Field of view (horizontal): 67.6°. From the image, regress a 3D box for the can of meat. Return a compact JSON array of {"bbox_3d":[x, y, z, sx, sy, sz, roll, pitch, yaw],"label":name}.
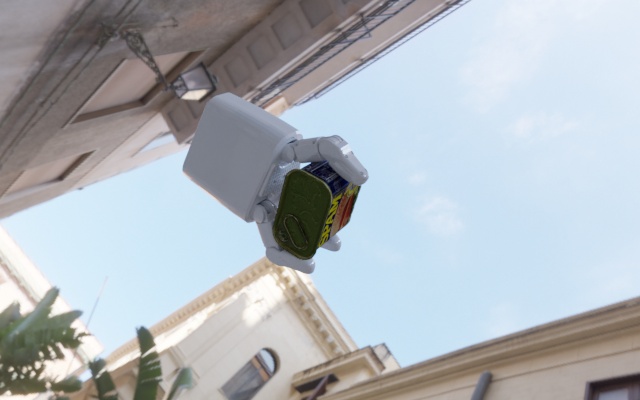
[{"bbox_3d":[0.000,0.002,0.526,0.057,0.102,0.084,30,35,19],"label":"can of meat"}]
